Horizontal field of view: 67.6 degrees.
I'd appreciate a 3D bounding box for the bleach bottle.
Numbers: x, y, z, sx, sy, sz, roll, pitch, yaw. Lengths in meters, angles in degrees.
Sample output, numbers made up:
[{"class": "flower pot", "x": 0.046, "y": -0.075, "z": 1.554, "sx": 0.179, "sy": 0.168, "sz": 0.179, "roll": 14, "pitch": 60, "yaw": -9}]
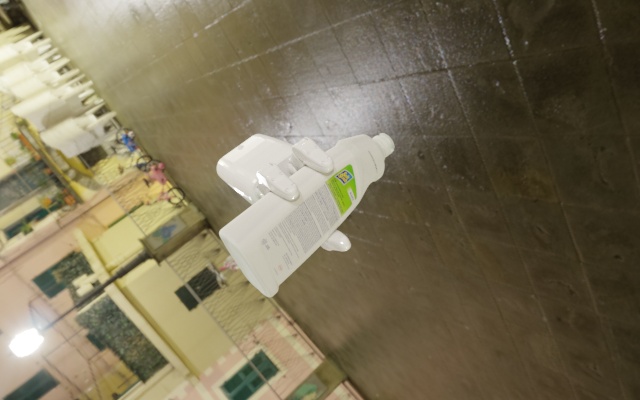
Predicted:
[{"class": "bleach bottle", "x": 0.000, "y": 0.002, "z": 0.602, "sx": 0.250, "sy": 0.103, "sz": 0.068, "roll": -39, "pitch": 40, "yaw": -20}]
